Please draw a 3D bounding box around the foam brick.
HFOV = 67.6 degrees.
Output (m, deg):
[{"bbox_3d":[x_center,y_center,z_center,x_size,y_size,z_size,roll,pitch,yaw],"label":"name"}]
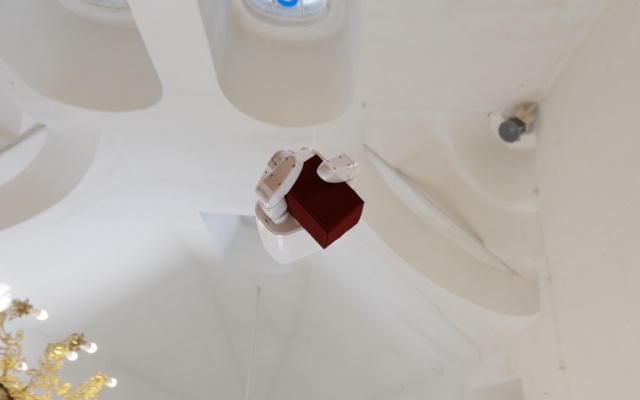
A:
[{"bbox_3d":[0.000,0.002,0.501,0.053,0.078,0.051,-37,-20,-19],"label":"foam brick"}]
